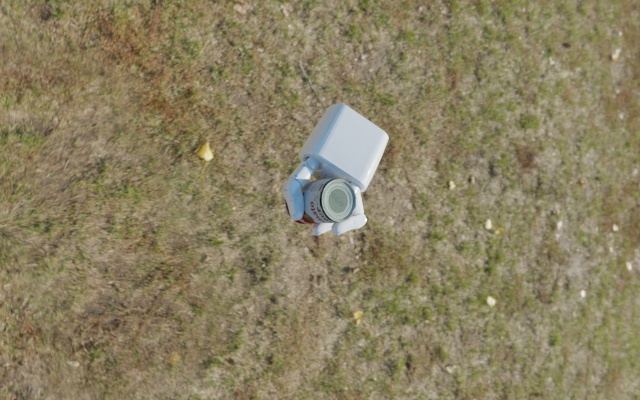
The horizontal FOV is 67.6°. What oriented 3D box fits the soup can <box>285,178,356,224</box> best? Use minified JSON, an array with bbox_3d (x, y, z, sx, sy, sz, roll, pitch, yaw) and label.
[{"bbox_3d":[0.000,0.003,0.743,0.068,0.068,0.102,0,-3,-34],"label":"soup can"}]
